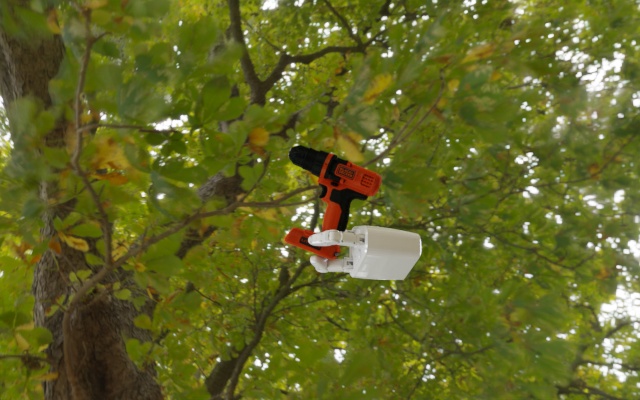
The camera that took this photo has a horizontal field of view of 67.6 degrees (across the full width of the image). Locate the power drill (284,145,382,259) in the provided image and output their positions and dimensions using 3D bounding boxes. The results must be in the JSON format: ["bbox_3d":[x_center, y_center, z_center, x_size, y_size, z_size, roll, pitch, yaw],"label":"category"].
[{"bbox_3d":[0.000,0.003,0.897,0.184,0.187,0.057,22,-1,9],"label":"power drill"}]
